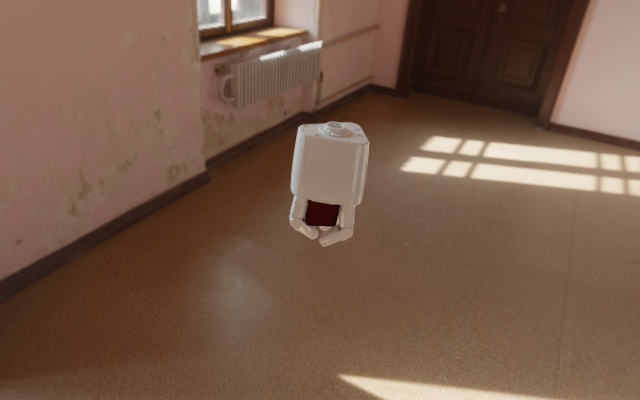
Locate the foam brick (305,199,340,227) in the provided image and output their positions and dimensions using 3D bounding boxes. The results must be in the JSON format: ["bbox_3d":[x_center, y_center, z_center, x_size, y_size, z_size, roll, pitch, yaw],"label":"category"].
[{"bbox_3d":[0.000,0.003,0.809,0.053,0.051,0.078,3,29,-11],"label":"foam brick"}]
